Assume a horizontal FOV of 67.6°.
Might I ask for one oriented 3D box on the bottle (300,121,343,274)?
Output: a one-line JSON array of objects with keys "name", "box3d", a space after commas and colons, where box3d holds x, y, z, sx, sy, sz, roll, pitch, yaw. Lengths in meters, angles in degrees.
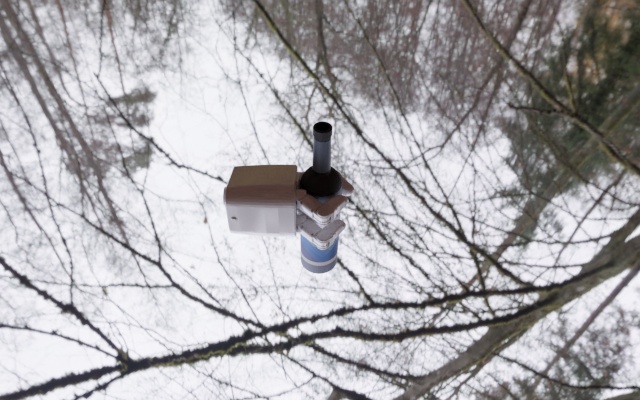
[{"name": "bottle", "box3d": [0.000, 0.003, 0.762, 0.069, 0.296, 0.069, 1, 45, -1]}]
